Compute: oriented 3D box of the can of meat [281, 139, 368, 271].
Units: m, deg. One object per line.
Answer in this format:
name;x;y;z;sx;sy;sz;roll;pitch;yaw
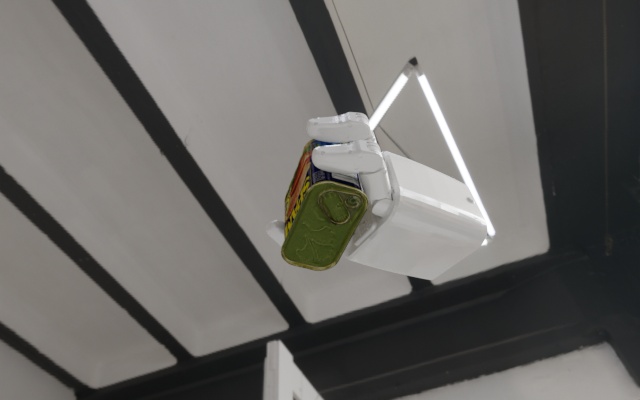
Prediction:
can of meat;0.000;0.001;0.461;0.057;0.102;0.084;15;35;-15
